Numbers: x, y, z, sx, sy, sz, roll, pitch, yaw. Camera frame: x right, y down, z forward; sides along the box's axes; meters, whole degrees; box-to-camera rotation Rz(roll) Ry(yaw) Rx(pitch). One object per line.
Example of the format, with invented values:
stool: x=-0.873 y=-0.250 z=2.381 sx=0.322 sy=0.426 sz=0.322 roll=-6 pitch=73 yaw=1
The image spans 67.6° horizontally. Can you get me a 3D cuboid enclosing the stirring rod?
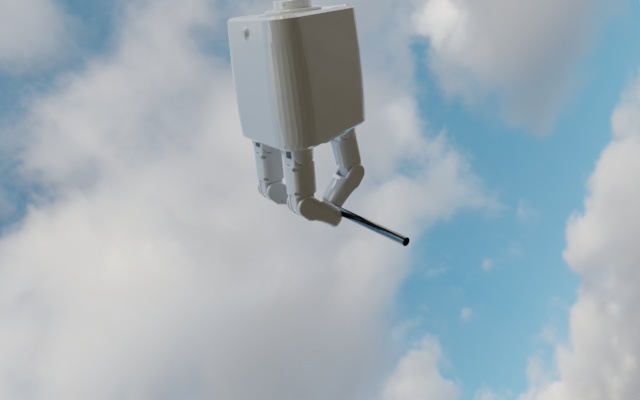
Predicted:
stirring rod: x=0.000 y=0.002 z=0.486 sx=0.011 sy=0.011 sz=0.239 roll=0 pitch=16 yaw=-38
